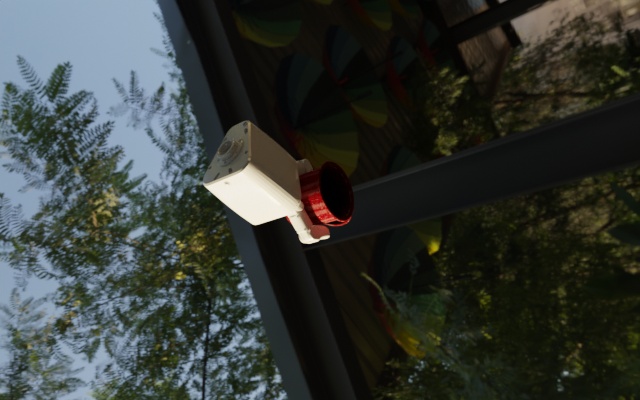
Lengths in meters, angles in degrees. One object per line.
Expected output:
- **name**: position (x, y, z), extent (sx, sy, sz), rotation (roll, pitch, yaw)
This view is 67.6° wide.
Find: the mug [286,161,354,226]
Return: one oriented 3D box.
- **mug**: position (0.001, 0.003, 0.740), extent (0.081, 0.093, 0.117), rotation (-17, -43, 33)
